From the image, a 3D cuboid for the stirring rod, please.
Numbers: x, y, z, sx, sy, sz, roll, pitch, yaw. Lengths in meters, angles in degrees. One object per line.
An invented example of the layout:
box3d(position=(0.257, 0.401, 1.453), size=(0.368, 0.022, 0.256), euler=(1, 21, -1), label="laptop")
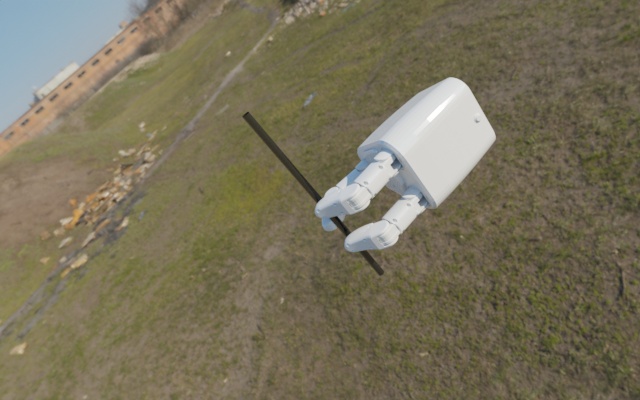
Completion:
box3d(position=(0.000, 0.002, 0.500), size=(0.011, 0.011, 0.240), euler=(0, -43, 53), label="stirring rod")
